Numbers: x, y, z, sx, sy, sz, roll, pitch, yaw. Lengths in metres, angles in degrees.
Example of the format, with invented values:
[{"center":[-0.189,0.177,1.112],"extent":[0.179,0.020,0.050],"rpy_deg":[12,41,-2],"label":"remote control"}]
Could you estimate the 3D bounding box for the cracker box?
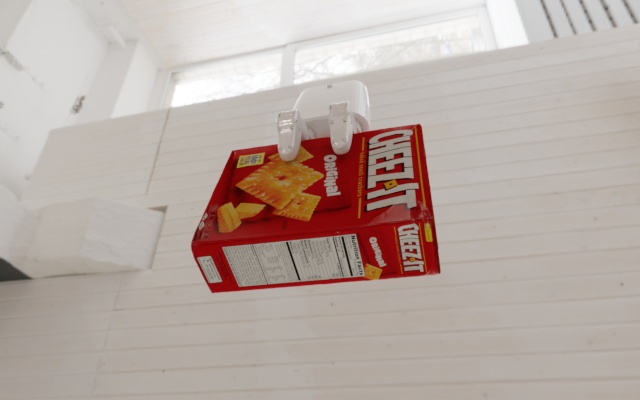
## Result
[{"center":[0.000,0.002,0.471],"extent":[0.214,0.072,0.164],"rpy_deg":[-7,36,12],"label":"cracker box"}]
